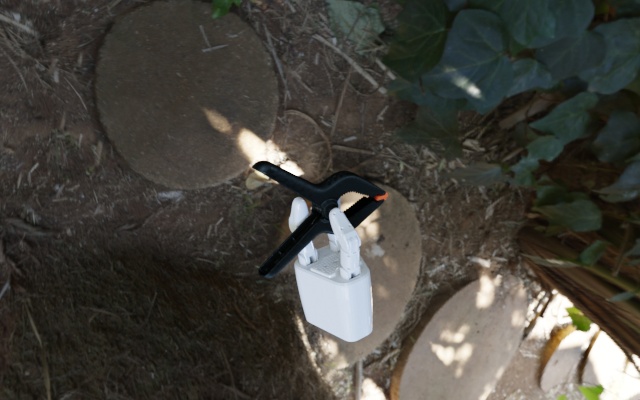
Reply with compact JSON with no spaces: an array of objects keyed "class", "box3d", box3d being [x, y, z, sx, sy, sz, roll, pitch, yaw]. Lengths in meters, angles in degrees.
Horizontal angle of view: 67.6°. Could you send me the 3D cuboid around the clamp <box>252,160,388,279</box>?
[{"class":"clamp","box3d":[0.001,0.002,0.651,0.210,0.165,0.036,-20,30,-25]}]
